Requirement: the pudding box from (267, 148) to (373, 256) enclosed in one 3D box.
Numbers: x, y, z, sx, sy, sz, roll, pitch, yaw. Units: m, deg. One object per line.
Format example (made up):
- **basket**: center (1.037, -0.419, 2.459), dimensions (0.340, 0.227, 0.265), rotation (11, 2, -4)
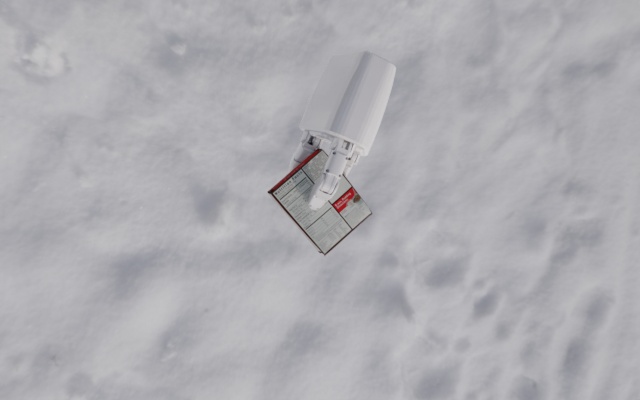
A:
- **pudding box**: center (0.000, 0.002, 0.626), dimensions (0.090, 0.113, 0.039), rotation (-41, 10, -5)
